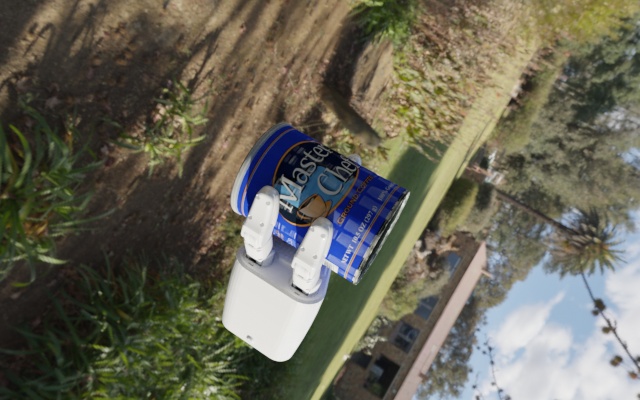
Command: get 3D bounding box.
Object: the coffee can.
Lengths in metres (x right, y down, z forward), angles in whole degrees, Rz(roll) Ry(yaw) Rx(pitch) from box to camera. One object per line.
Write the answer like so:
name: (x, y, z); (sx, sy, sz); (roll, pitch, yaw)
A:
coffee can: (0.000, 0.001, 0.464); (0.140, 0.103, 0.103); (30, 7, 12)
